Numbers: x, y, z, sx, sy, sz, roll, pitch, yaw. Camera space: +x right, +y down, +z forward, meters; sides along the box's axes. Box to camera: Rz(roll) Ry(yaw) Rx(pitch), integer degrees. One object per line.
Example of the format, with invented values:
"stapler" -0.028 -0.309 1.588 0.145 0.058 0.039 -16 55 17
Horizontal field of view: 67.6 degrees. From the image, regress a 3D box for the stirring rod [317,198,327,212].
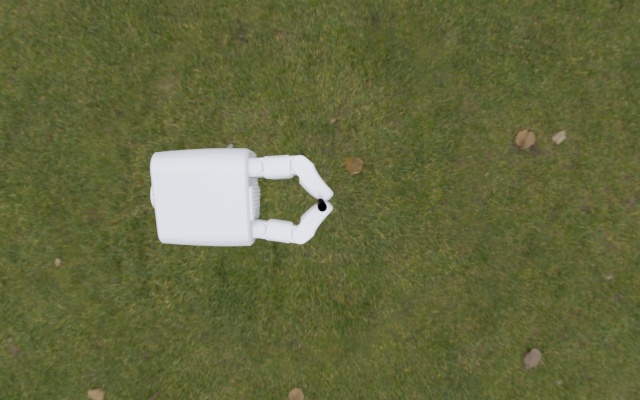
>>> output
"stirring rod" 0.000 0.002 0.520 0.011 0.011 0.239 0 2 -1
